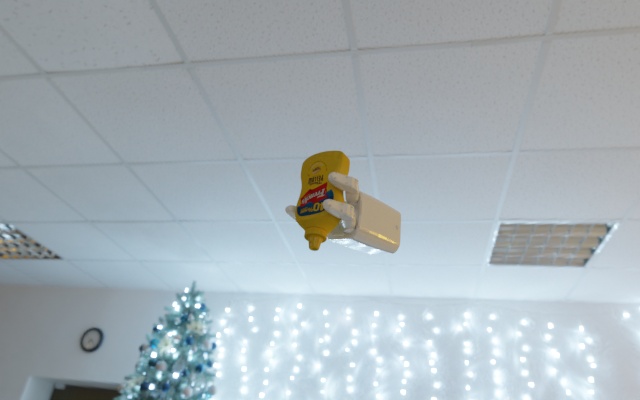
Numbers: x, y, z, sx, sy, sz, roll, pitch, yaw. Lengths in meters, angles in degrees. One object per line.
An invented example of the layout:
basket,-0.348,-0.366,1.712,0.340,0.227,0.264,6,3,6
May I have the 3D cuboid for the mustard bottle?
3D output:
mustard bottle,0.000,0.002,0.876,0.096,0.191,0.058,-12,-35,30
